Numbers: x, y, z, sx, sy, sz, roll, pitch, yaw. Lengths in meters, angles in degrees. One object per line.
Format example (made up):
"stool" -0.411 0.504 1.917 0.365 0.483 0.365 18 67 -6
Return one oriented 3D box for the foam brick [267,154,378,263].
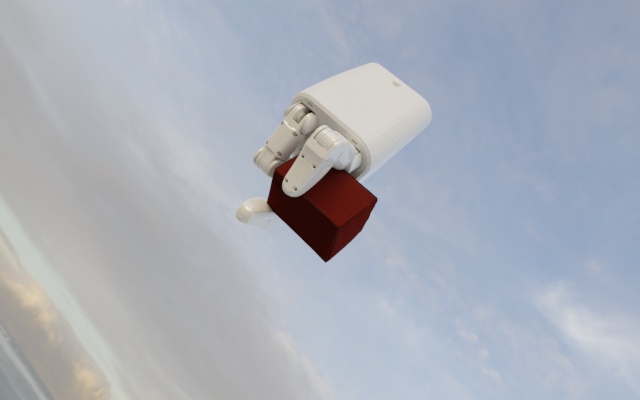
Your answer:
"foam brick" 0.000 0.002 0.410 0.051 0.078 0.053 -34 -22 -35
